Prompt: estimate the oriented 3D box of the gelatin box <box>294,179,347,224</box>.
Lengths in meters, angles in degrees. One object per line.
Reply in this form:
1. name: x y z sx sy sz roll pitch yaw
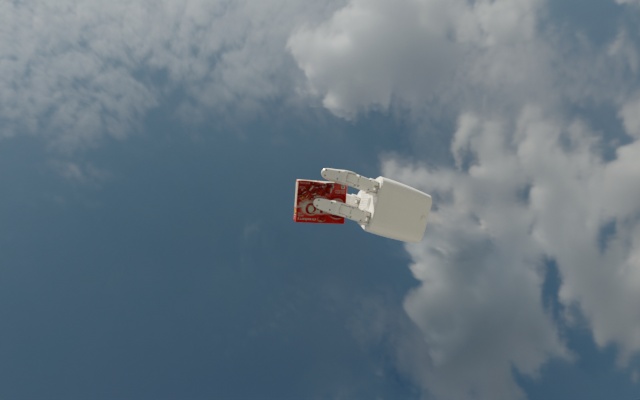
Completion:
1. gelatin box: 0.000 0.003 0.834 0.089 0.073 0.030 4 4 -12
